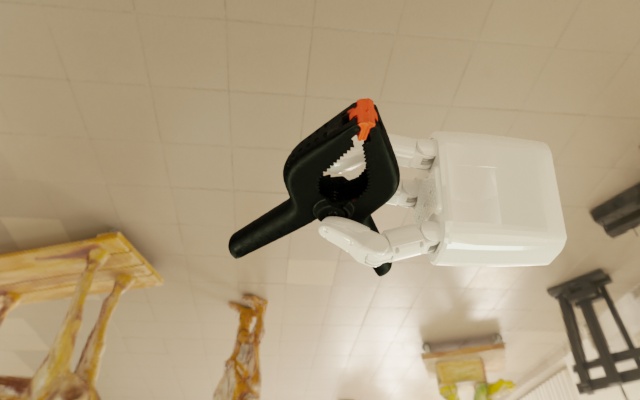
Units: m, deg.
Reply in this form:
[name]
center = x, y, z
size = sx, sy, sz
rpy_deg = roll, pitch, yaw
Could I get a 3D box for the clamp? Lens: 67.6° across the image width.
[clamp]
center = 0.000, 0.002, 0.411
size = 0.164, 0.036, 0.210
rpy_deg = 3, -39, -5
